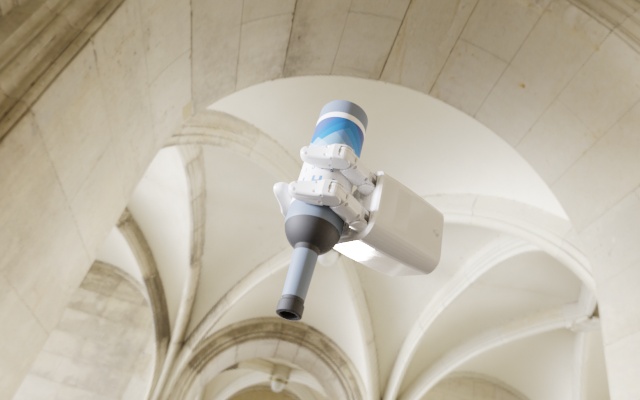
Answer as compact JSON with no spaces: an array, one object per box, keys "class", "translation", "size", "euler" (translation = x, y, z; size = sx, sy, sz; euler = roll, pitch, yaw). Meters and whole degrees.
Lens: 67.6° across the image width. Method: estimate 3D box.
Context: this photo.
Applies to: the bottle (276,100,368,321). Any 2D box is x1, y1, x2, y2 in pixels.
[{"class":"bottle","translation":[0.000,0.002,0.568],"size":[0.069,0.295,0.069],"euler":[10,-37,8]}]
